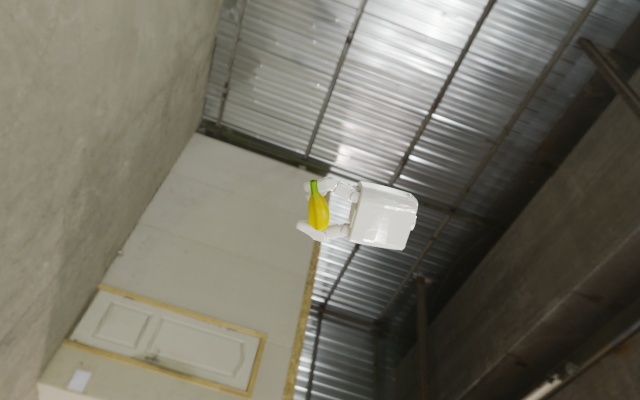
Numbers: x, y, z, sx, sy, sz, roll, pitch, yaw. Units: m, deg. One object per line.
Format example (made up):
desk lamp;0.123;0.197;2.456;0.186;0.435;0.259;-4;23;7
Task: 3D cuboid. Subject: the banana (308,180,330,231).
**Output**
banana;-0.001;0.020;0.845;0.037;0.069;0.198;5;-12;1
